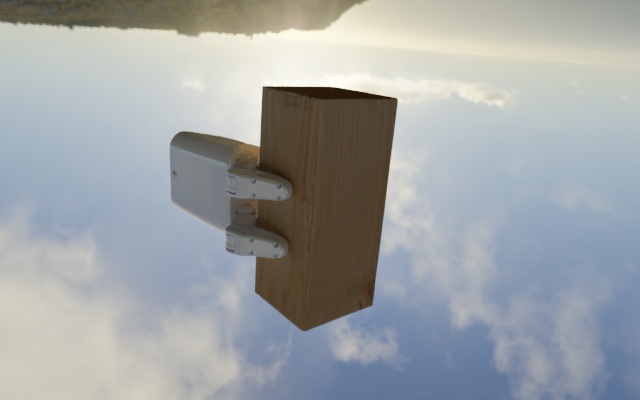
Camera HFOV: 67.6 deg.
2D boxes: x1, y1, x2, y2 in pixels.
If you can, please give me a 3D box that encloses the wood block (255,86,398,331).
[{"bbox_3d":[0.000,0.001,0.452,0.091,0.206,0.090,-11,24,-38],"label":"wood block"}]
